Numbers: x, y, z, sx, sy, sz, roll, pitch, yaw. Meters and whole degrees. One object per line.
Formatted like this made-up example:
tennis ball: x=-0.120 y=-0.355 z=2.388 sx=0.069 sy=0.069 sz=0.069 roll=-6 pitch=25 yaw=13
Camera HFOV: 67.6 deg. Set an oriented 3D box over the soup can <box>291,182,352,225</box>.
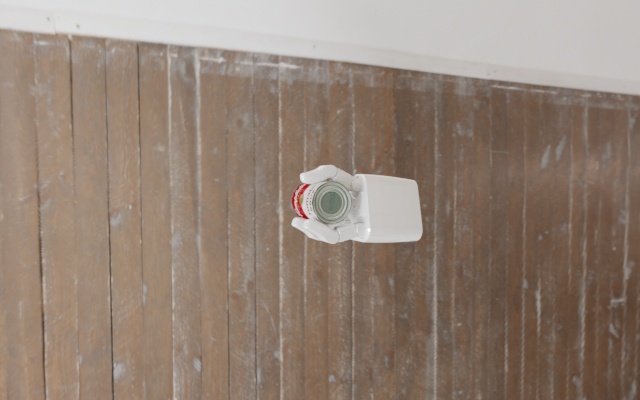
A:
soup can: x=0.000 y=0.002 z=0.781 sx=0.068 sy=0.068 sz=0.102 roll=0 pitch=2 yaw=-22
